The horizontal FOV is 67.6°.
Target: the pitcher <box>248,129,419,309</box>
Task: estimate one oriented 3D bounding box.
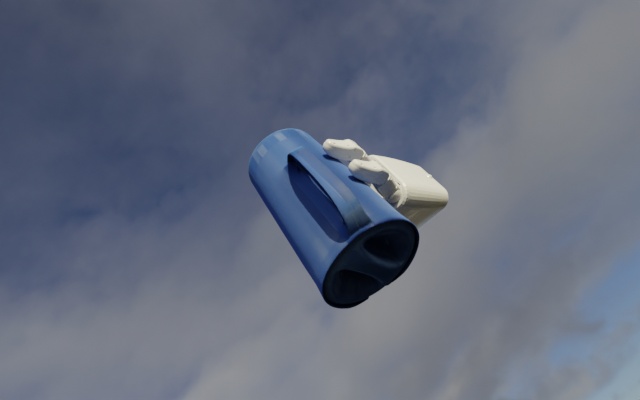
[{"bbox_3d":[0.000,0.002,0.606,0.145,0.149,0.242,3,33,-40],"label":"pitcher"}]
